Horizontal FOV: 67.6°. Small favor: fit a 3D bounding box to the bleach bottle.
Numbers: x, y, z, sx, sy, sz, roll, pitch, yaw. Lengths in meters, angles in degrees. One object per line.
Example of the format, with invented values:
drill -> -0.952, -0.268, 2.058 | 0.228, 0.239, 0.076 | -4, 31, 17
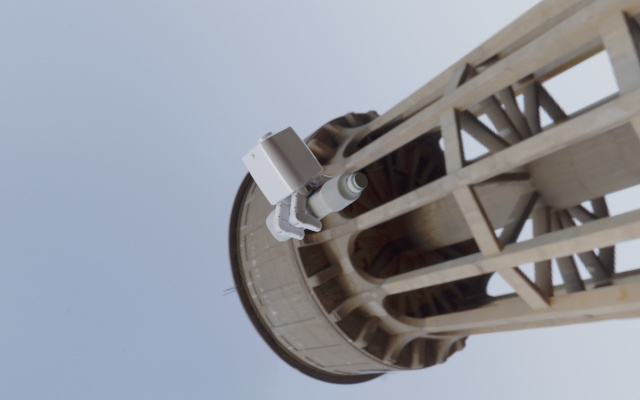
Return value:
bleach bottle -> 0.000, 0.003, 0.885 | 0.102, 0.068, 0.251 | -38, 6, -41
